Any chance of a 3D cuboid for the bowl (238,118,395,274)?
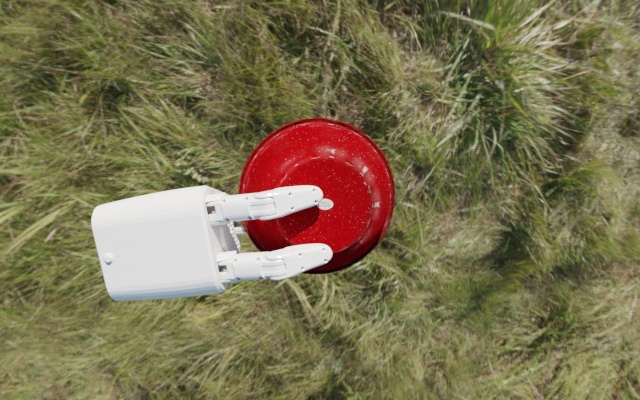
[{"bbox_3d":[0.001,0.001,0.462,0.162,0.162,0.055,0,9,-6],"label":"bowl"}]
